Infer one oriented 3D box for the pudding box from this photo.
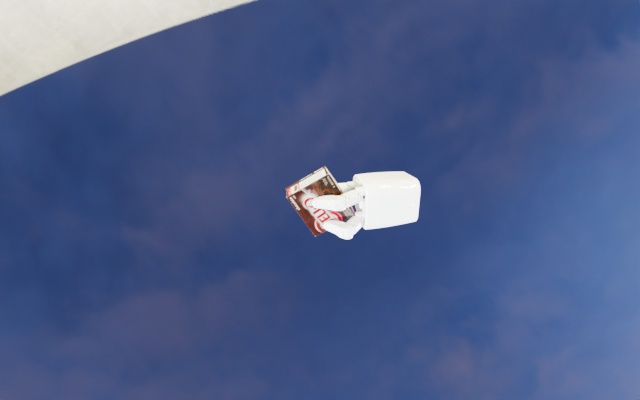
[{"bbox_3d":[0.000,0.003,0.895,0.090,0.113,0.039,-30,31,8],"label":"pudding box"}]
